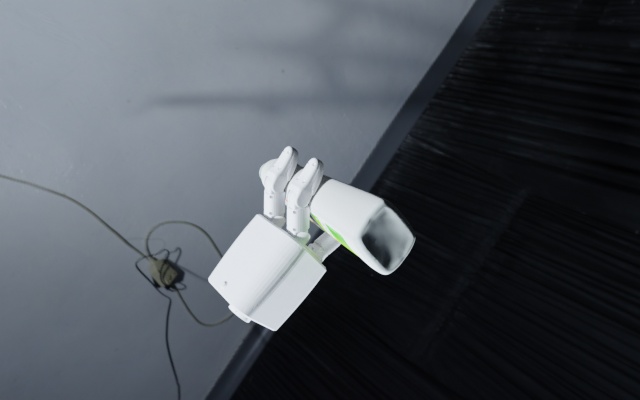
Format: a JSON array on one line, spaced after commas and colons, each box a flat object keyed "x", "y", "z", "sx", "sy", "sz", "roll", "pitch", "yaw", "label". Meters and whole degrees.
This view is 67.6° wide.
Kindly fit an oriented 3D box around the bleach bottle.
[{"x": 0.000, "y": 0.002, "z": 0.620, "sx": 0.250, "sy": 0.068, "sz": 0.103, "roll": 28, "pitch": -14, "yaw": 48, "label": "bleach bottle"}]
